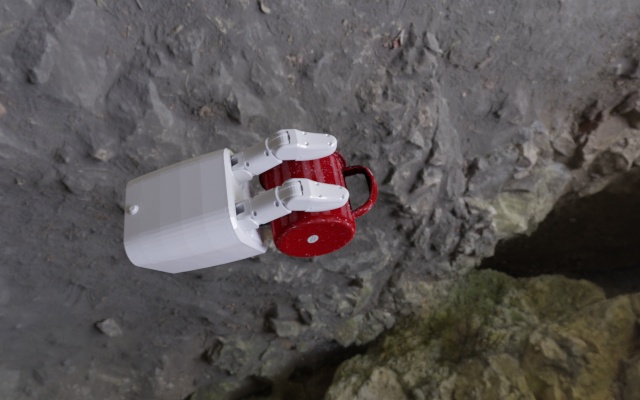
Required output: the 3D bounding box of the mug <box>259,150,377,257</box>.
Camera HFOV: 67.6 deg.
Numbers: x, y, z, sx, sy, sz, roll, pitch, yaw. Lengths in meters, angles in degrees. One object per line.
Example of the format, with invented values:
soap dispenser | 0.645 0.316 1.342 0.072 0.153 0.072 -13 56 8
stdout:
mug | 0.002 0.001 0.478 0.117 0.081 0.093 -16 -31 7
